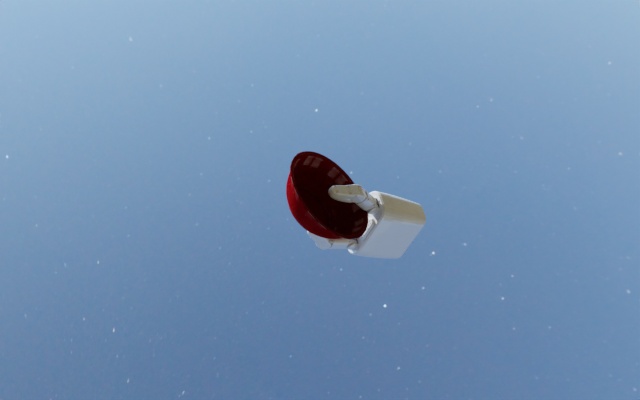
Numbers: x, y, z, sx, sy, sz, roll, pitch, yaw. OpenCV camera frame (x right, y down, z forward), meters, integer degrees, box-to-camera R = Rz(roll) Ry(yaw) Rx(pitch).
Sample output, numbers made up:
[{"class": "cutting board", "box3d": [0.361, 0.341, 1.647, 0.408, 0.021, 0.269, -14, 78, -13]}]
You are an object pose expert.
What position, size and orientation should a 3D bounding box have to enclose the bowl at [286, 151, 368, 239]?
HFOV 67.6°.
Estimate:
[{"class": "bowl", "box3d": [-0.001, 0.002, 0.755, 0.055, 0.162, 0.162, -38, -23, 32]}]
